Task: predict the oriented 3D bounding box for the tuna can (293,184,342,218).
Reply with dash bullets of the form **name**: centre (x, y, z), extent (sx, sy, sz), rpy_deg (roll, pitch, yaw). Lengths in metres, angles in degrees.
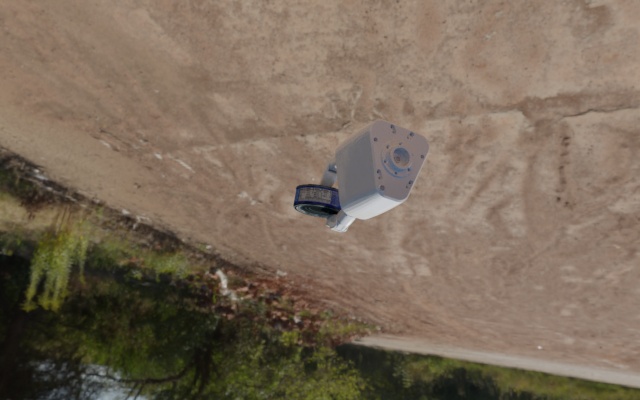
- **tuna can**: centre (0.000, 0.003, 0.766), extent (0.086, 0.033, 0.086), rpy_deg (9, -14, 2)
